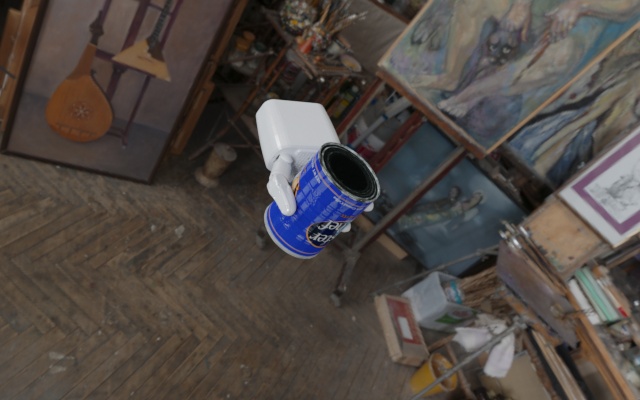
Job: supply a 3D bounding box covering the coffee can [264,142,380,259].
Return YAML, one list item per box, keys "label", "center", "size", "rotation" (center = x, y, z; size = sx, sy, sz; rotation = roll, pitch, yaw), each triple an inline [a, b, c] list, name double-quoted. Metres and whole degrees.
- label: "coffee can"
  center: [0.000, 0.002, 0.672]
  size: [0.103, 0.102, 0.140]
  rotation: [0, -36, -46]
